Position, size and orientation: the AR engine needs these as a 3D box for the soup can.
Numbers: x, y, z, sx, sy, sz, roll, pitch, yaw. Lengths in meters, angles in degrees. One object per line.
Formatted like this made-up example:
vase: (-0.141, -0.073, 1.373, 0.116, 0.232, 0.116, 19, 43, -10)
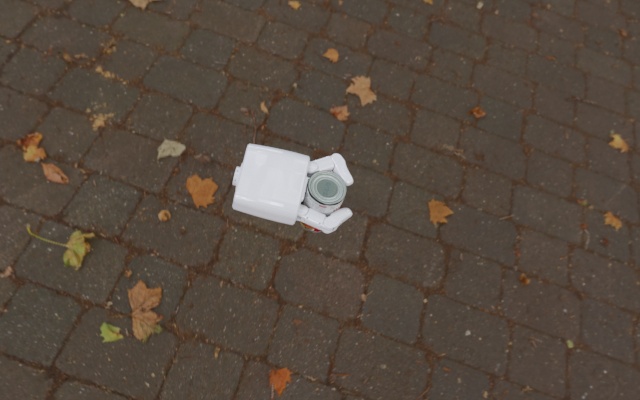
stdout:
soup can: (0.001, 0.003, 0.823, 0.068, 0.068, 0.102, 0, -30, -15)
